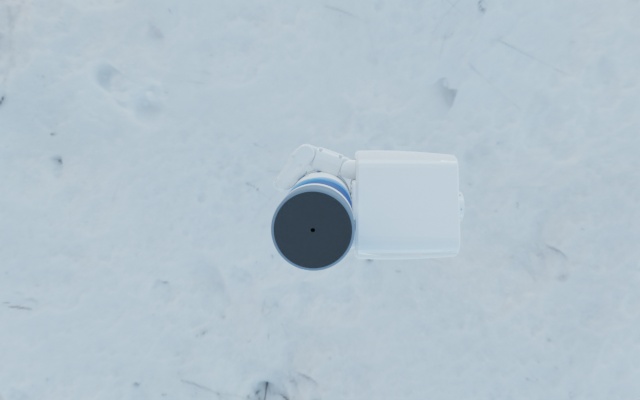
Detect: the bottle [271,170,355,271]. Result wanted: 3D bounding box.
[{"bbox_3d":[0.000,0.002,0.519,0.069,0.069,0.295,0,9,2],"label":"bottle"}]
